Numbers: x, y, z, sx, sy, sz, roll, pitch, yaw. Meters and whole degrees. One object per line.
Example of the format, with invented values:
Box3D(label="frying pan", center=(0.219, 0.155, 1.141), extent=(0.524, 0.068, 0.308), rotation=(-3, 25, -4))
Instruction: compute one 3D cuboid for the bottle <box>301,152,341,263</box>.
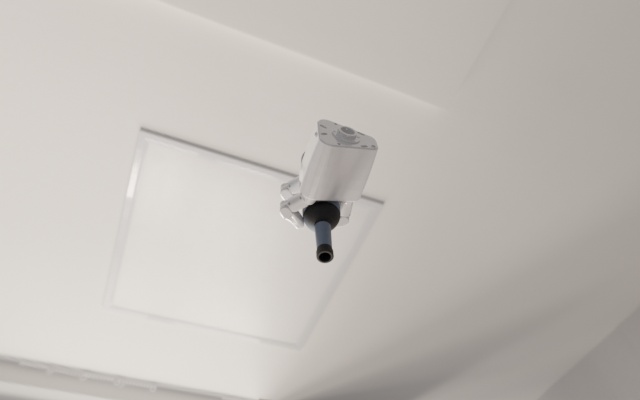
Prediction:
Box3D(label="bottle", center=(0.000, 0.003, 0.856), extent=(0.069, 0.069, 0.295), rotation=(0, 35, -3))
